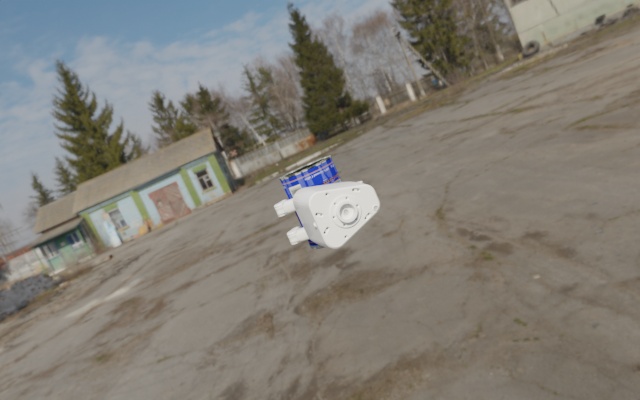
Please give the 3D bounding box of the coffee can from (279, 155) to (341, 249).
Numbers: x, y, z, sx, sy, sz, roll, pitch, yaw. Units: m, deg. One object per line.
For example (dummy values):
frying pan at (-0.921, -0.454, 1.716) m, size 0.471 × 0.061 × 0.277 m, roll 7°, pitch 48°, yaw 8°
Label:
coffee can at (0.000, 0.003, 0.866) m, size 0.103 × 0.140 × 0.103 m, roll -24°, pitch 8°, yaw 4°
